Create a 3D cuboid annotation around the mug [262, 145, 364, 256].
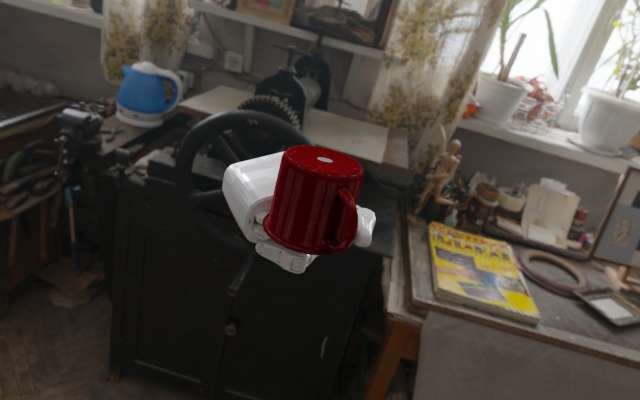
[{"bbox_3d":[0.001,0.002,0.465,0.093,0.081,0.117,0,28,-29],"label":"mug"}]
